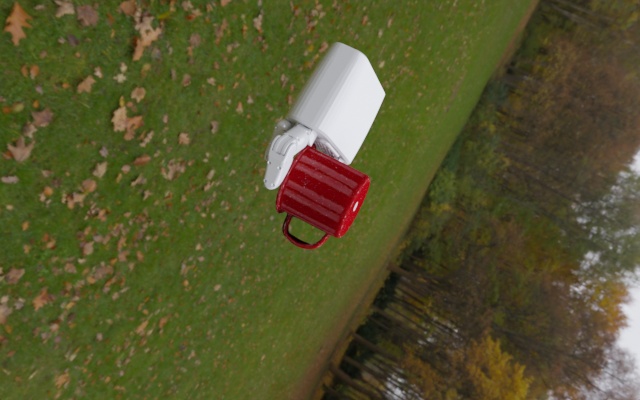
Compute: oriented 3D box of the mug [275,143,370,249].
[{"bbox_3d":[0.000,0.003,0.559,0.081,0.117,0.093,27,-4,12],"label":"mug"}]
